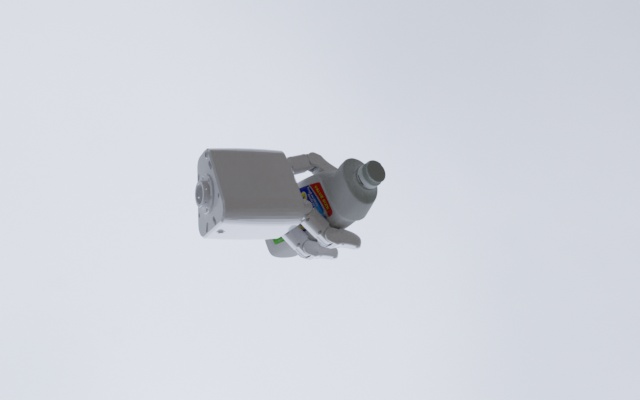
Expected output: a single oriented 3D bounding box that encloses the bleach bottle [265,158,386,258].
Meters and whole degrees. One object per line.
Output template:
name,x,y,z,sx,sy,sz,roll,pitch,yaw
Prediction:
bleach bottle,0.000,0.002,0.665,0.068,0.102,0.251,0,-21,-33
